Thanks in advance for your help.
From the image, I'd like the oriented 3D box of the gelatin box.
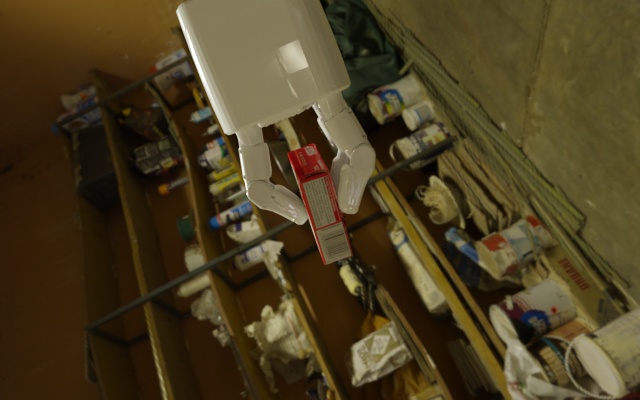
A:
[{"bbox_3d":[0.000,0.002,0.436,0.030,0.089,0.073,-18,26,-3],"label":"gelatin box"}]
